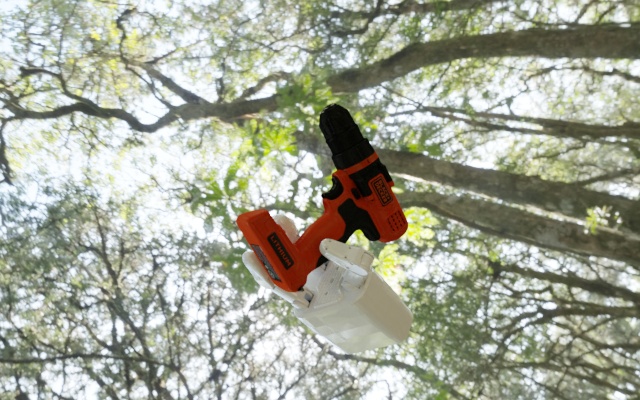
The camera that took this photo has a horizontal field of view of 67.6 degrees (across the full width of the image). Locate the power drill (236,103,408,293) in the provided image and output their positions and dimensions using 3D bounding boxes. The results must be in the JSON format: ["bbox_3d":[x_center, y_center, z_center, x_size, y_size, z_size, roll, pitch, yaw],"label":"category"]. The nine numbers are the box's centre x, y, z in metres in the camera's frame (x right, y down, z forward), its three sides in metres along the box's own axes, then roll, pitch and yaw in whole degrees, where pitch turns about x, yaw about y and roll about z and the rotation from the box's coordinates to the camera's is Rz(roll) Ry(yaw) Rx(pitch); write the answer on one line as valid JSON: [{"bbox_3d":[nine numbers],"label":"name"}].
[{"bbox_3d":[0.000,0.002,0.556,0.187,0.184,0.057,-33,10,-21],"label":"power drill"}]
